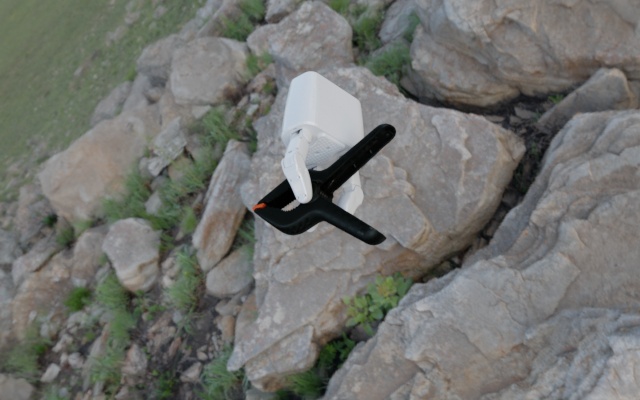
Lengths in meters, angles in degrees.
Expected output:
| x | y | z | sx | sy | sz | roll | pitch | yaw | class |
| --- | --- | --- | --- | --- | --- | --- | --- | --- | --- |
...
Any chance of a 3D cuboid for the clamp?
| x | y | z | sx | sy | sz | roll | pitch | yaw | class |
| --- | --- | --- | --- | --- | --- | --- | --- | --- | --- |
| -0.001 | 0.001 | 0.590 | 0.210 | 0.164 | 0.036 | -20 | -44 | 29 | clamp |
